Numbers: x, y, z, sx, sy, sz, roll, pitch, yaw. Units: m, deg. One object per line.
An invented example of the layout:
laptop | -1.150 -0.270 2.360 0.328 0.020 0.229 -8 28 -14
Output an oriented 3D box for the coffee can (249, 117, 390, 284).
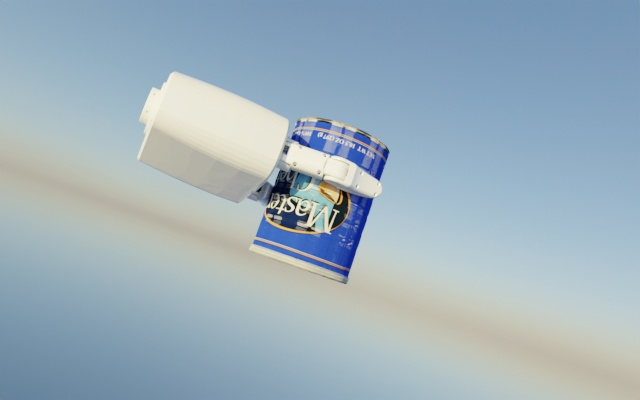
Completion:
coffee can | 0.000 0.002 0.484 0.103 0.140 0.103 19 -8 3
